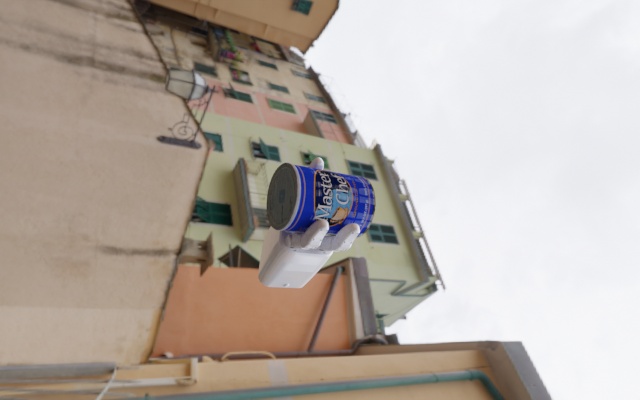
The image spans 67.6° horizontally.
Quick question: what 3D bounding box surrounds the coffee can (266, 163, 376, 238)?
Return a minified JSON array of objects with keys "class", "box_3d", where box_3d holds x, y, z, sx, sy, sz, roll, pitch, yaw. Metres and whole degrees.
[{"class":"coffee can","box_3d":[0.000,0.002,0.749,0.140,0.103,0.103,8,-4,-30]}]
